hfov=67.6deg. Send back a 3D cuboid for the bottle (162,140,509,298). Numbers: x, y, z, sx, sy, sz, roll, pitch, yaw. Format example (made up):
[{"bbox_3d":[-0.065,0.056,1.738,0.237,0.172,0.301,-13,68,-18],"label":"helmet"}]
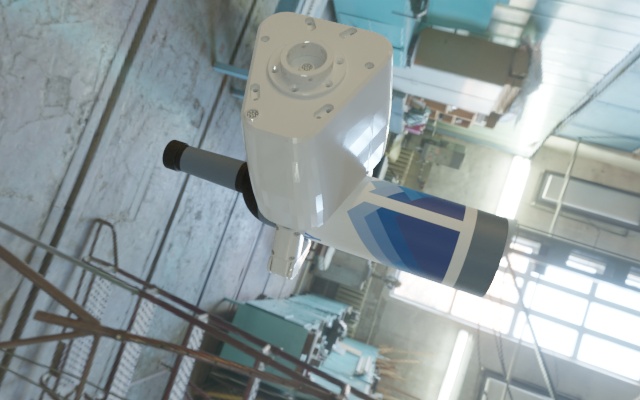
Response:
[{"bbox_3d":[0.000,0.001,0.407,0.295,0.069,0.069,18,4,12],"label":"bottle"}]
